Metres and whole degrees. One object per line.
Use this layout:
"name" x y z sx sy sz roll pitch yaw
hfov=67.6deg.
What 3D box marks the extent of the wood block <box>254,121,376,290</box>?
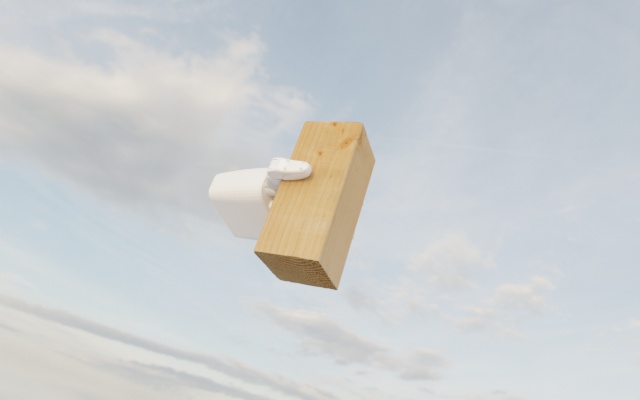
"wood block" 0.000 0.002 0.639 0.090 0.206 0.091 6 -30 24
